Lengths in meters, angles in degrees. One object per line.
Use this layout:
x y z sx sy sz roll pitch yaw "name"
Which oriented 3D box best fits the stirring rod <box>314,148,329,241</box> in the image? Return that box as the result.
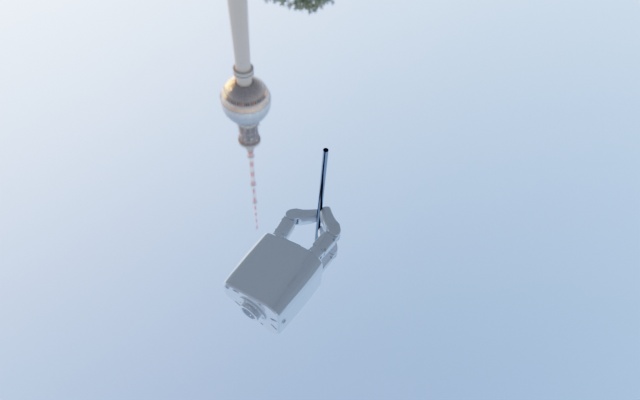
0.000 0.002 0.737 0.011 0.011 0.240 0 -36 -4 "stirring rod"
